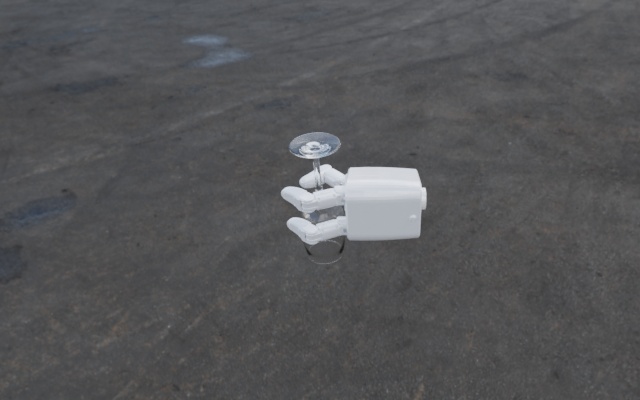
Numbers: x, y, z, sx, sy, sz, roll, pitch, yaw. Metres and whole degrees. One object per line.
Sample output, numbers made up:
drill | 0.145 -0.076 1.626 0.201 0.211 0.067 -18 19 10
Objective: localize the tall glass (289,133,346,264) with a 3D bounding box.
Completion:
tall glass | 0.000 0.002 0.733 0.079 0.201 0.079 -4 34 2
